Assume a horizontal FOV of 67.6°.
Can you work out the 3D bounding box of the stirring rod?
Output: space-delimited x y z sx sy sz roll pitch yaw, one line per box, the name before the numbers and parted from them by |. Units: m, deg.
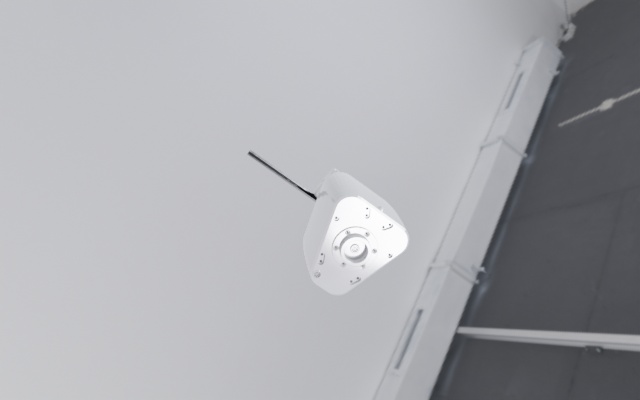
stirring rod | 0.000 0.002 0.666 0.239 0.011 0.011 35 -8 -12
